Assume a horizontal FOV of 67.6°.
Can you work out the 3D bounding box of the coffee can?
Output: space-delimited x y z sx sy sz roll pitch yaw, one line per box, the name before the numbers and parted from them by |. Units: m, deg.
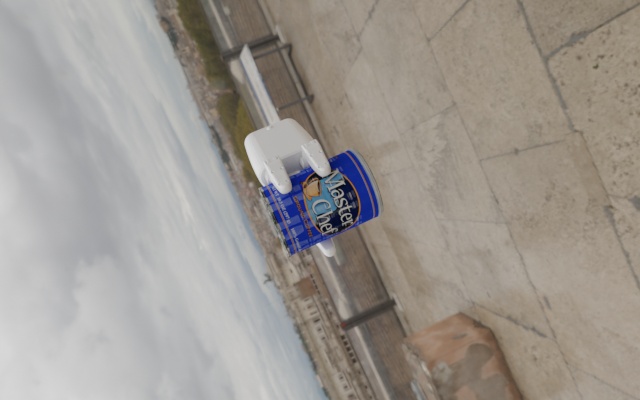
coffee can | 0.000 0.002 0.652 0.140 0.103 0.103 -24 3 -8
